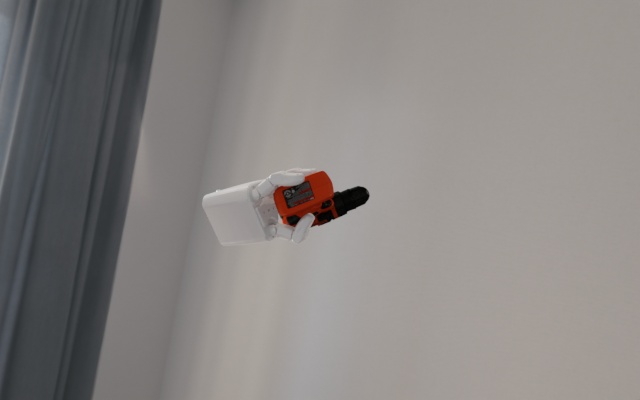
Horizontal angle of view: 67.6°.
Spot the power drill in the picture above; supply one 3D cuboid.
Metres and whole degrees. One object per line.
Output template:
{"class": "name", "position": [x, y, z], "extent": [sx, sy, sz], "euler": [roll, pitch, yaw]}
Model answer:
{"class": "power drill", "position": [0.000, 0.003, 0.897], "extent": [0.184, 0.057, 0.188], "euler": [-23, -17, 4]}
